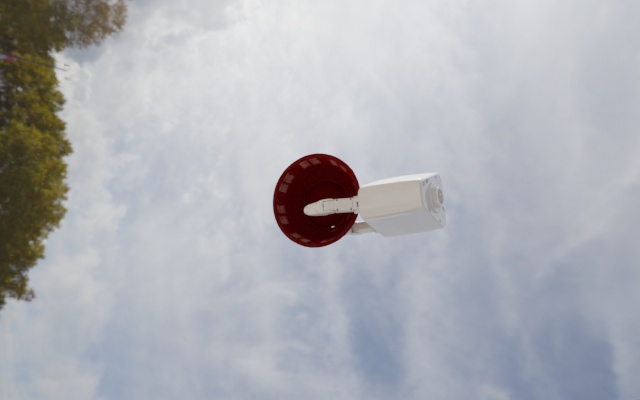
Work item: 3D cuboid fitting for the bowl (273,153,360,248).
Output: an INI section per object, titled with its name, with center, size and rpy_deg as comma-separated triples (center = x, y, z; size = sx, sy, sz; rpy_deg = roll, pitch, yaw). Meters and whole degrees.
[bowl]
center = -0.001, 0.003, 0.830
size = 0.162, 0.162, 0.055
rpy_deg = 0, -8, 21
